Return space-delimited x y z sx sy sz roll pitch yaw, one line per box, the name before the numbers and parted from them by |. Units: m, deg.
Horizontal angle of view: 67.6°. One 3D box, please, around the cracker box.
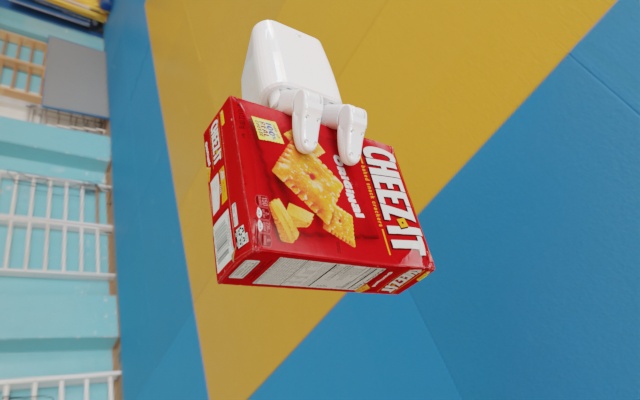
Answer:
cracker box | 0.000 0.002 0.476 0.214 0.164 0.072 11 -38 -35
